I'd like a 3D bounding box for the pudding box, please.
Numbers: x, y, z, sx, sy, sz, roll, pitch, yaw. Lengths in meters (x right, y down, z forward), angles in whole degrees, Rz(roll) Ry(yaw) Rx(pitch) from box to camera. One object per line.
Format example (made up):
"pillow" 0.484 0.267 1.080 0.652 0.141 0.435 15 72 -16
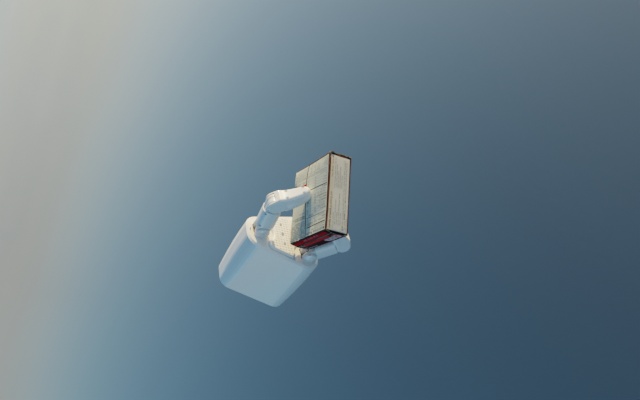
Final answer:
"pudding box" 0.000 0.002 0.641 0.039 0.113 0.090 15 -24 -31
